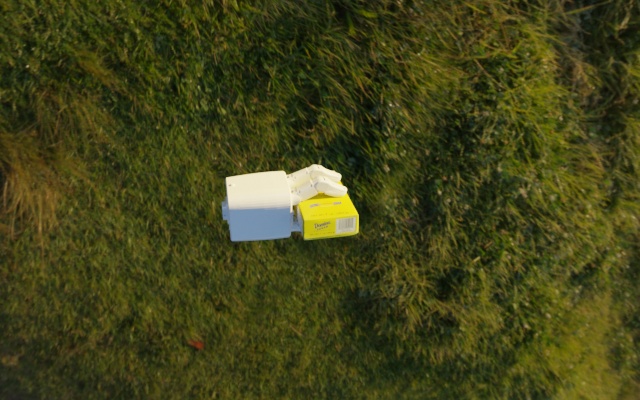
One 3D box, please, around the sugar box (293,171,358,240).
[{"bbox_3d":[0.000,0.002,0.842,0.093,0.048,0.176,-5,31,-11],"label":"sugar box"}]
